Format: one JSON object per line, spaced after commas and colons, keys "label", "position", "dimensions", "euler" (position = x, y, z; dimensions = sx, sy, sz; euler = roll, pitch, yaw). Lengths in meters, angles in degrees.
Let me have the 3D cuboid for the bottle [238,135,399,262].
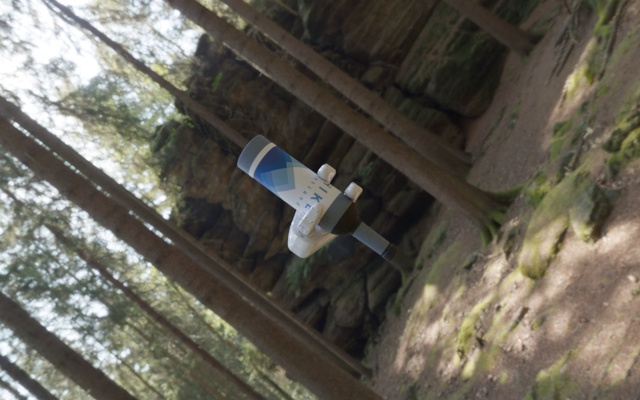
{"label": "bottle", "position": [0.000, 0.002, 0.786], "dimensions": [0.295, 0.069, 0.069], "euler": [36, 4, 6]}
